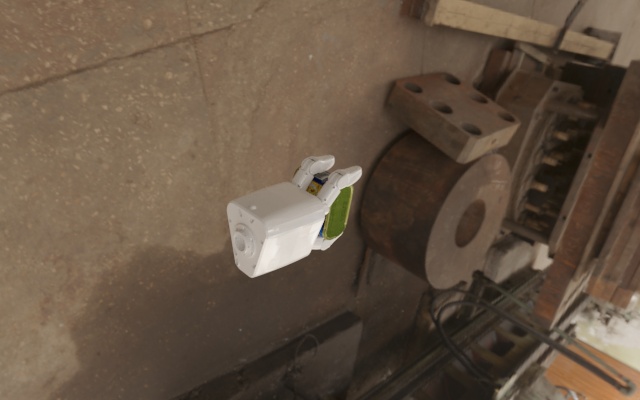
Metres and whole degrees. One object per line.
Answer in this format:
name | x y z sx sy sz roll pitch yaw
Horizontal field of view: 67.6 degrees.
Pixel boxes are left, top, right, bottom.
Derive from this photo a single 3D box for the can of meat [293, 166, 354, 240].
can of meat | 0.000 0.003 0.765 0.084 0.102 0.057 29 30 37
